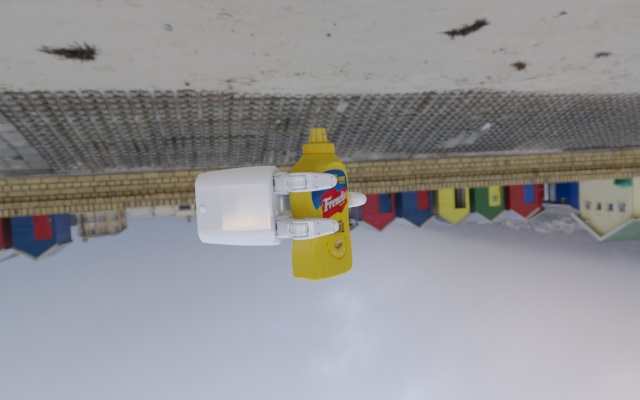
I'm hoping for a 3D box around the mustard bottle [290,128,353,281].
[{"bbox_3d":[0.000,0.002,0.623,0.058,0.191,0.096,-1,3,39],"label":"mustard bottle"}]
